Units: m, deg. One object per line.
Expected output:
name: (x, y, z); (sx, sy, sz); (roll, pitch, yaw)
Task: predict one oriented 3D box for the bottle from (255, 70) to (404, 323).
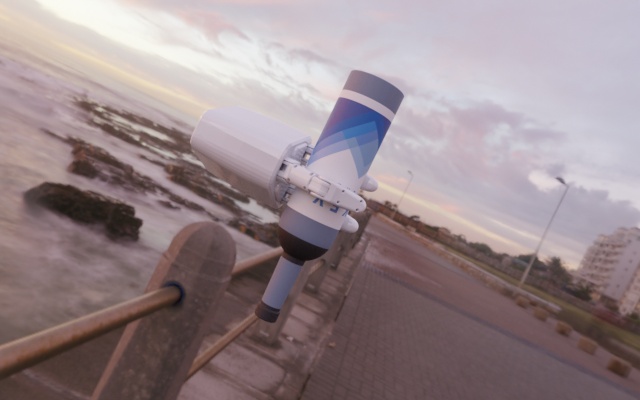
bottle: (0.000, 0.002, 0.542); (0.069, 0.296, 0.069); (26, 3, -1)
